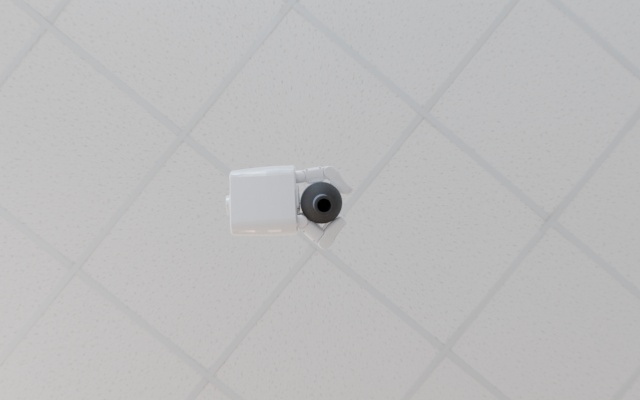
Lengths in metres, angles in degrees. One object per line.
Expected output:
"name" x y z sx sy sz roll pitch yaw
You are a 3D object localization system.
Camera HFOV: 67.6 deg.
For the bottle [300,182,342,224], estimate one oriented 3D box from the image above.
"bottle" 0.000 0.003 0.785 0.069 0.069 0.295 0 2 -2
